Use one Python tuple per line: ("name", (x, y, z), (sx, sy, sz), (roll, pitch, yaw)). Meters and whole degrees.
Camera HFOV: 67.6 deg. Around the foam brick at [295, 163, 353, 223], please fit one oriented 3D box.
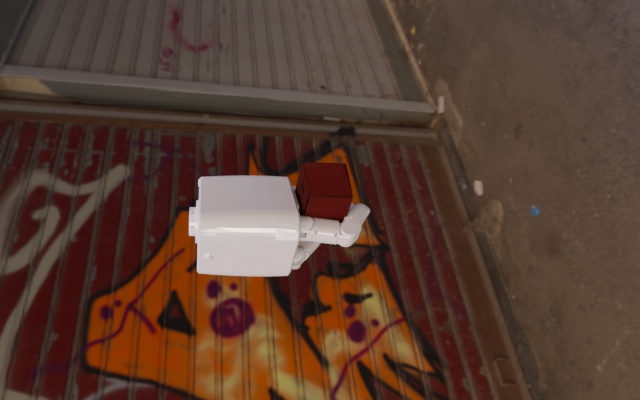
("foam brick", (0.000, 0.002, 0.544), (0.051, 0.053, 0.078), (2, -43, -14))
